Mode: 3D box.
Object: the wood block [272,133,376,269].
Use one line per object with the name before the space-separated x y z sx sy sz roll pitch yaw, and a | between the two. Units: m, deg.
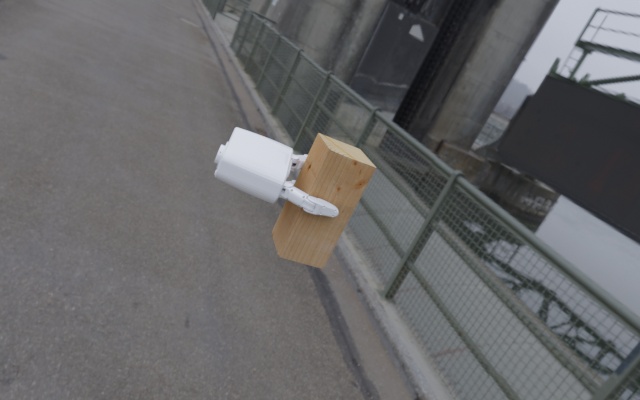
wood block | 0.000 0.003 0.831 0.090 0.206 0.090 19 20 -22
